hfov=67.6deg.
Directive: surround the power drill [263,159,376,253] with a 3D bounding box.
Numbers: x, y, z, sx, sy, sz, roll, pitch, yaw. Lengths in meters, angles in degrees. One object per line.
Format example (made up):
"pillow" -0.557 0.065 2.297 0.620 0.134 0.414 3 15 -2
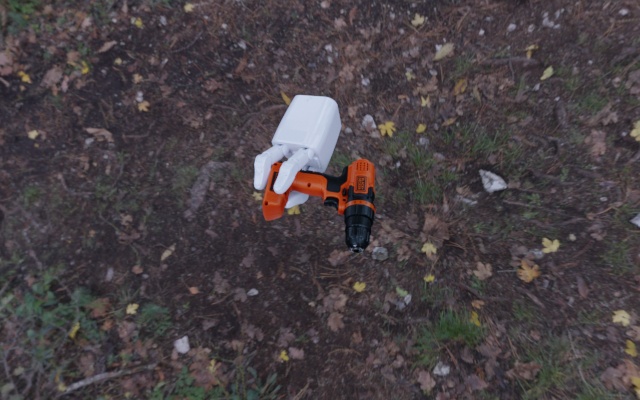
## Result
"power drill" 0.000 0.002 0.816 0.187 0.184 0.057 5 -38 4
